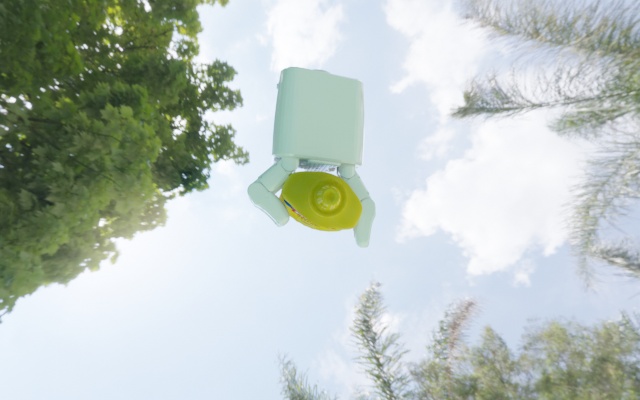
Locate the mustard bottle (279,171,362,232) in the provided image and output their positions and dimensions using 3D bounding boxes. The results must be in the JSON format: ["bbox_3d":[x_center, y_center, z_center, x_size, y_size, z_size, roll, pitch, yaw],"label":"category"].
[{"bbox_3d":[0.000,0.002,0.568,0.096,0.058,0.191,28,-7,-4],"label":"mustard bottle"}]
